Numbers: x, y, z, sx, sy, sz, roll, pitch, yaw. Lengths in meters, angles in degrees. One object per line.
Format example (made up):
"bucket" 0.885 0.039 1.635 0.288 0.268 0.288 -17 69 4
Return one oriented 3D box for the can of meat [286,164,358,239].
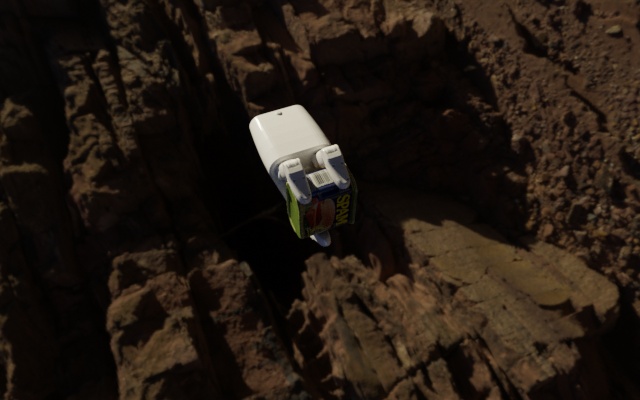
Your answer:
"can of meat" 0.000 0.002 0.667 0.084 0.057 0.102 -19 -34 -14
